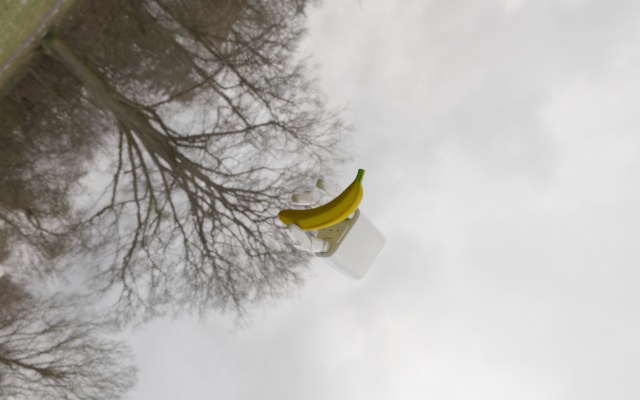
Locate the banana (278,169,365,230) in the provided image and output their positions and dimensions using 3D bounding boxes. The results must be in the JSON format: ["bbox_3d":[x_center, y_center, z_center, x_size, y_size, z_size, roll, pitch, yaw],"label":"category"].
[{"bbox_3d":[0.002,0.016,0.822,0.198,0.069,0.037,-26,-45,31],"label":"banana"}]
